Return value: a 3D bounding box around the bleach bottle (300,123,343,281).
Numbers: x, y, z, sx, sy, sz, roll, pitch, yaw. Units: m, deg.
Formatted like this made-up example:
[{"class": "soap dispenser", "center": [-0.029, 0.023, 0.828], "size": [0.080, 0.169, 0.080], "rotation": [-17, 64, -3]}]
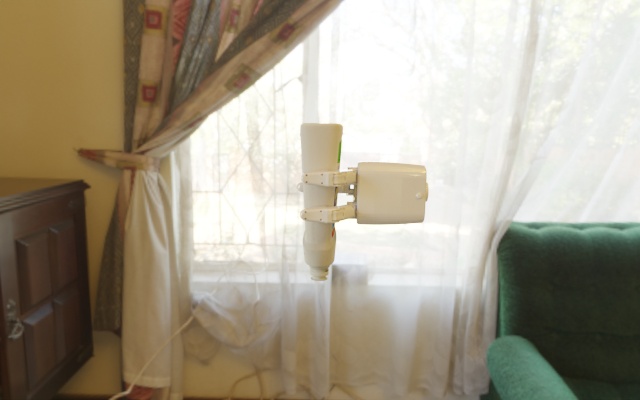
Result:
[{"class": "bleach bottle", "center": [0.000, 0.002, 0.769], "size": [0.068, 0.251, 0.102], "rotation": [1, 9, 4]}]
